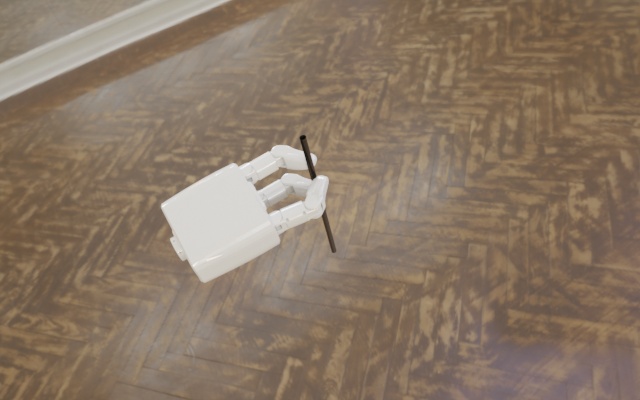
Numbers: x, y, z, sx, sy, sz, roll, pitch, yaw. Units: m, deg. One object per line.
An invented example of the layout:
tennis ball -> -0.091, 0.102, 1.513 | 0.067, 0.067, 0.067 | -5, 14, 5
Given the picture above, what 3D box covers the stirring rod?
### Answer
stirring rod -> 0.000, 0.002, 0.649 | 0.011, 0.011, 0.240 | 0, -39, 13
